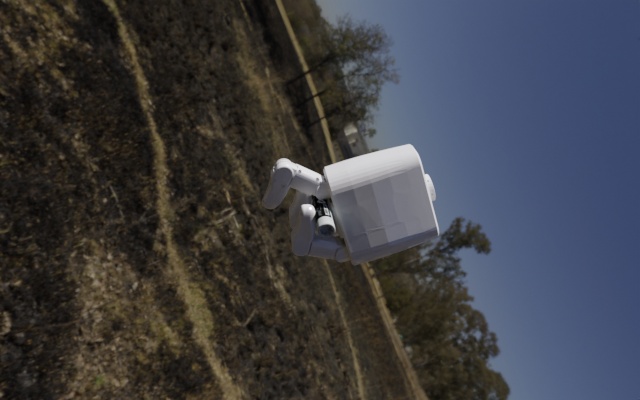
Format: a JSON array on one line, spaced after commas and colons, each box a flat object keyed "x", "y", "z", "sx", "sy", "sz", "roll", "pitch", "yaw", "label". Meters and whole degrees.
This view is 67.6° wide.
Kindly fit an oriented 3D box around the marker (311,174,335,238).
[{"x": 0.000, "y": 0.002, "z": 0.545, "sx": 0.020, "sy": 0.020, "sz": 0.121, "roll": 0, "pitch": 30, "yaw": -7, "label": "marker"}]
